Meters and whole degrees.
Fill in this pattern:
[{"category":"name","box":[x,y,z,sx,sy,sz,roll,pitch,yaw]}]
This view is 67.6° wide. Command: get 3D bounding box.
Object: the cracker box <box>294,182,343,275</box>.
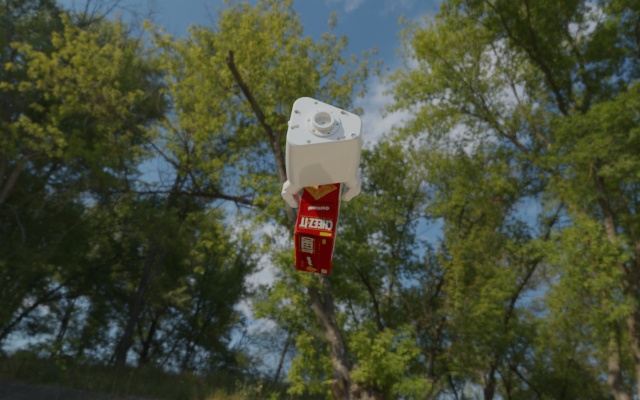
[{"category":"cracker box","box":[0.000,0.003,0.857,0.072,0.213,0.164,7,-29,3]}]
